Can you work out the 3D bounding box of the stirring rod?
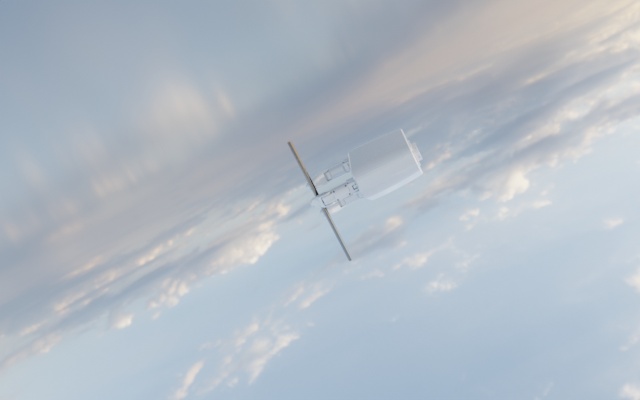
[{"bbox_3d":[0.000,0.003,0.849,0.011,0.239,0.011,-27,9,4],"label":"stirring rod"}]
